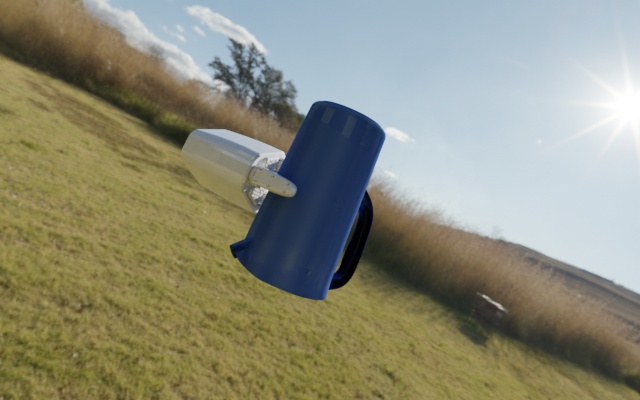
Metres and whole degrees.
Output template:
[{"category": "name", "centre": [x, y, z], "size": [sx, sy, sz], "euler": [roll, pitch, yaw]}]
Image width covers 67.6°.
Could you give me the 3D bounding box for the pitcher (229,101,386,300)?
[{"category": "pitcher", "centre": [0.000, 0.002, 0.638], "size": [0.145, 0.243, 0.149], "euler": [24, 0, 14]}]
